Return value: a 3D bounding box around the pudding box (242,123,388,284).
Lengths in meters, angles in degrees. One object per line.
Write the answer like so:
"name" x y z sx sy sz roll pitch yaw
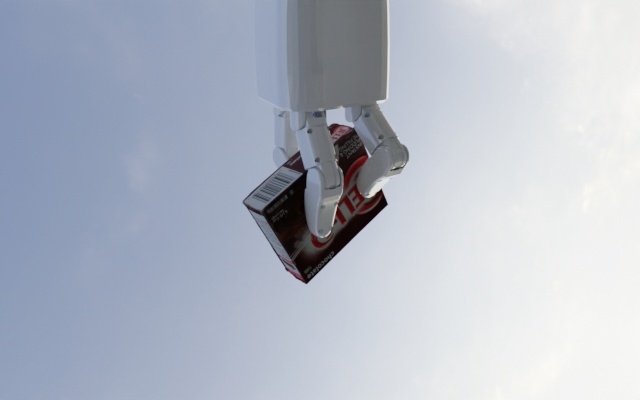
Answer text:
"pudding box" 0.000 0.001 0.415 0.113 0.090 0.039 -41 36 -18
